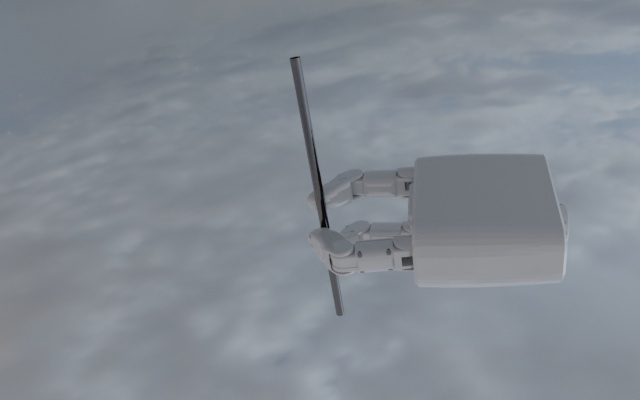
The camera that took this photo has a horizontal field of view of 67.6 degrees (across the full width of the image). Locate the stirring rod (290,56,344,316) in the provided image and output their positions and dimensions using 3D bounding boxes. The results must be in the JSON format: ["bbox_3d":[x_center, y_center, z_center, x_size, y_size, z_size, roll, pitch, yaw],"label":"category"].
[{"bbox_3d":[0.000,0.001,0.404,0.011,0.240,0.011,-8,26,4],"label":"stirring rod"}]
